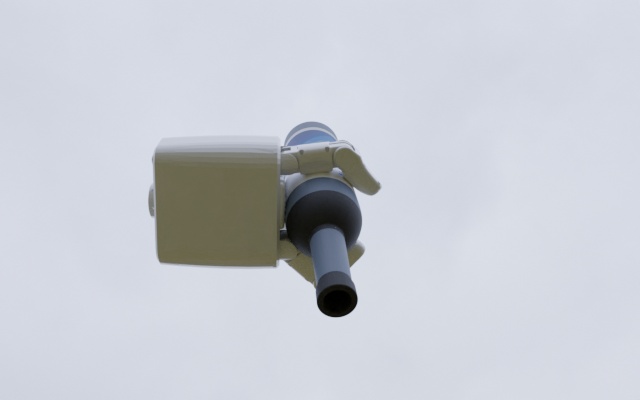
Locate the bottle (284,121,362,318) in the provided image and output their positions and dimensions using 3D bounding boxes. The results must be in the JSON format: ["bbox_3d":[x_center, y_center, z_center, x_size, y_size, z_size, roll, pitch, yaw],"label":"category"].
[{"bbox_3d":[0.000,0.001,0.443,0.069,0.069,0.295,0,26,-5],"label":"bottle"}]
